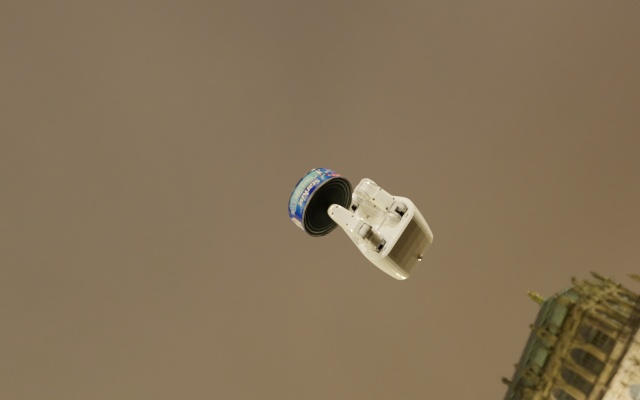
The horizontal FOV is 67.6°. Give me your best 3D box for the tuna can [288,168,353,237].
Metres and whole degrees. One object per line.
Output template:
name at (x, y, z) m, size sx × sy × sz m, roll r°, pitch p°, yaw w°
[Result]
tuna can at (0.000, 0.002, 0.616) m, size 0.033 × 0.086 × 0.086 m, roll 33°, pitch 21°, yaw 37°
